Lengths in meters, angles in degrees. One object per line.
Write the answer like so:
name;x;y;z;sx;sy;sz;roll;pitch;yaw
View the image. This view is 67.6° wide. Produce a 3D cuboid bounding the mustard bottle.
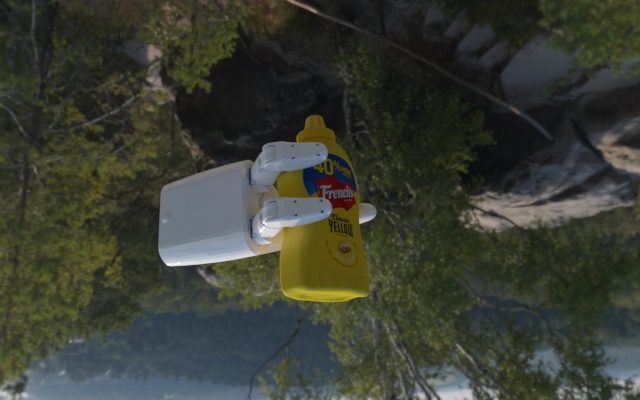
mustard bottle;0.000;0.002;0.481;0.096;0.191;0.058;15;-28;-42
